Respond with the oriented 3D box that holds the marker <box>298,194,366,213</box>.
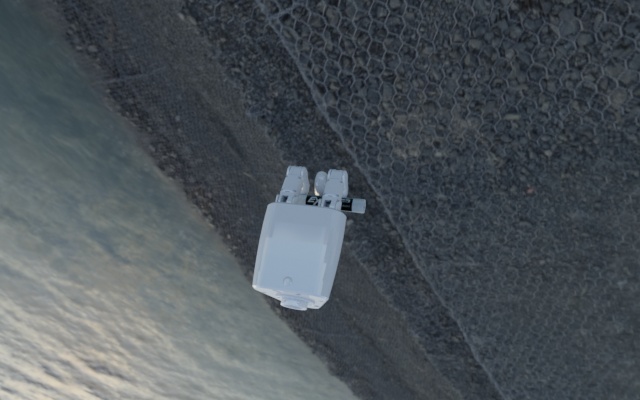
[{"bbox_3d":[0.000,0.002,0.646,0.121,0.020,0.020,6,1,14],"label":"marker"}]
